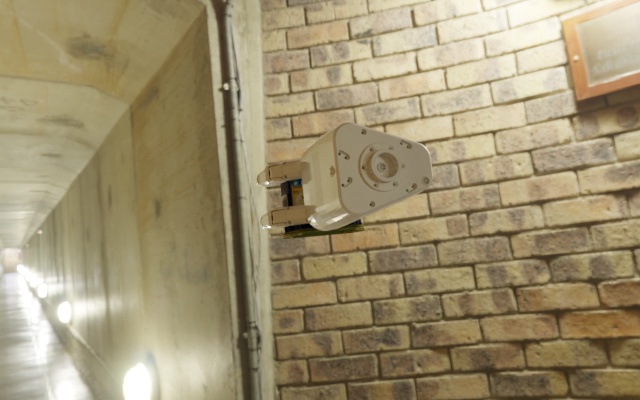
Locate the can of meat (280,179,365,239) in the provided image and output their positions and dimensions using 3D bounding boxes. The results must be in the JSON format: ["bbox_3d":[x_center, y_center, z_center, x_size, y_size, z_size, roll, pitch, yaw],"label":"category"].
[{"bbox_3d":[0.000,0.002,0.606,0.102,0.084,0.057,-4,-7,-14],"label":"can of meat"}]
